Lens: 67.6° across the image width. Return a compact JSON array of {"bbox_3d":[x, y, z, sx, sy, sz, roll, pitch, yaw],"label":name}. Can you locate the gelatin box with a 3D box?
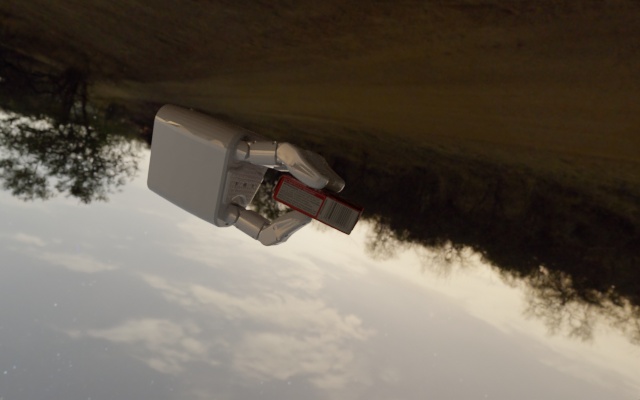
[{"bbox_3d":[0.000,0.002,0.506,0.089,0.030,0.073,26,6,6],"label":"gelatin box"}]
